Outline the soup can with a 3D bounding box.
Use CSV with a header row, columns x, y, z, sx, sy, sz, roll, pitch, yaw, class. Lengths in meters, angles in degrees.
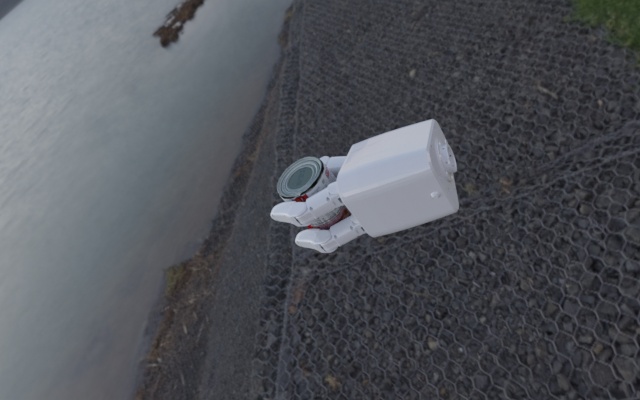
x,y,z,sx,sy,sz,roll,pitch,yaw,class
0.000,0.002,0.605,0.068,0.068,0.102,0,-38,41,soup can
